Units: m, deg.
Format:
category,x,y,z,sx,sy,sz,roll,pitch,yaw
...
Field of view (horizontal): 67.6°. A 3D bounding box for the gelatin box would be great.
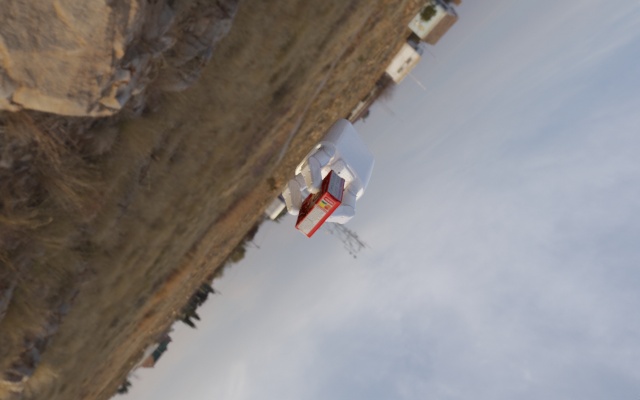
category,x,y,z,sx,sy,sz,roll,pitch,yaw
gelatin box,0.000,0.003,0.691,0.030,0.073,0.089,37,23,-11
